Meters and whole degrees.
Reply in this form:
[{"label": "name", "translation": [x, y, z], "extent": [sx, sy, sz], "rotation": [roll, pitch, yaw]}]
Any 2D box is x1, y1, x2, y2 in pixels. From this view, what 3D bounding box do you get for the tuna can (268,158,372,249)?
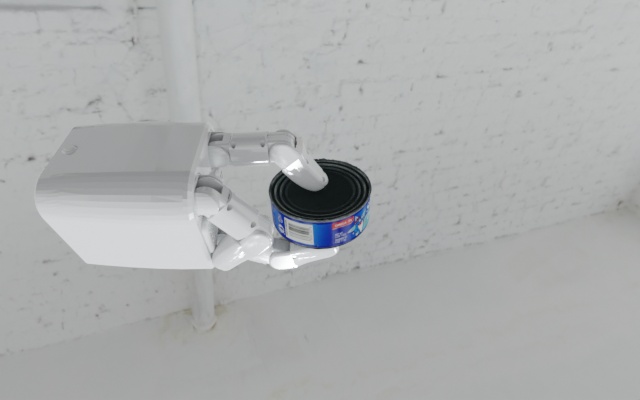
[{"label": "tuna can", "translation": [0.000, 0.002, 0.408], "extent": [0.086, 0.034, 0.086], "rotation": [-1, 39, 1]}]
